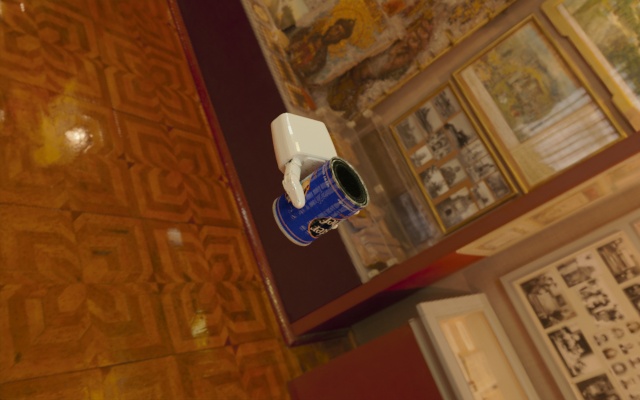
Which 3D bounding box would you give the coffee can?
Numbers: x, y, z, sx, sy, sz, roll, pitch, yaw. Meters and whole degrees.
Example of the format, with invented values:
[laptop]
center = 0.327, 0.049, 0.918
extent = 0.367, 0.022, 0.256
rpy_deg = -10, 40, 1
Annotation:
[coffee can]
center = 0.000, 0.003, 0.844
extent = 0.140, 0.102, 0.103
rpy_deg = -35, -17, 27
